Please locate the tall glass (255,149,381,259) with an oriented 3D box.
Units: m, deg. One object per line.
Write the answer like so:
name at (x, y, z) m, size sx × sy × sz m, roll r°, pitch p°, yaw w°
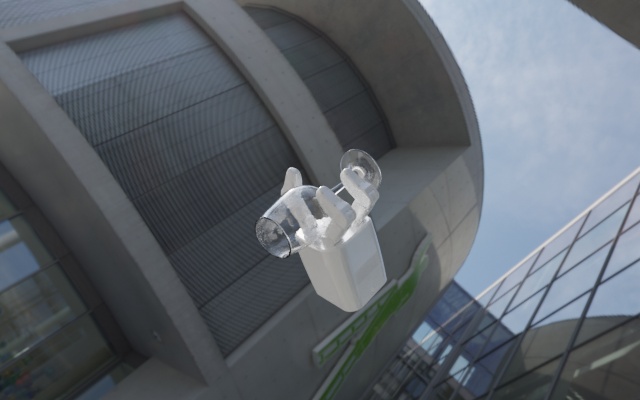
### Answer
tall glass at (0.000, 0.002, 0.665) m, size 0.079 × 0.079 × 0.201 m, roll 0°, pitch 27°, yaw 44°
